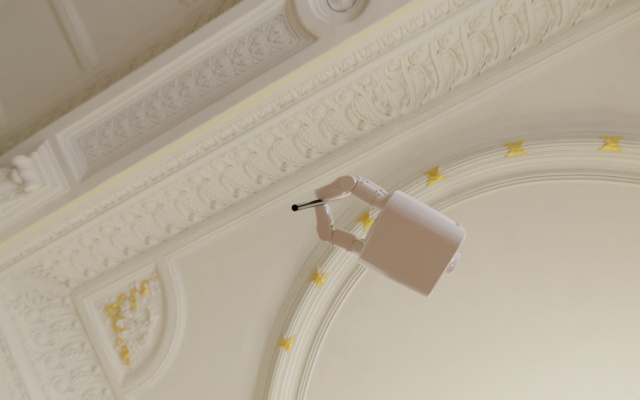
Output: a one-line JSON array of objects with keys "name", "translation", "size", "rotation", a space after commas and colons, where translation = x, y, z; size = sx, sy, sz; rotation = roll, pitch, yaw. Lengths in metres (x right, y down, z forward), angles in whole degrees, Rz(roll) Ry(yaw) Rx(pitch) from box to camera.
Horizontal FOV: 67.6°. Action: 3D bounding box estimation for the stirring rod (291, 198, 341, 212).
[{"name": "stirring rod", "translation": [0.000, 0.002, 0.633], "size": [0.011, 0.011, 0.239], "rotation": [0, 3, 13]}]
